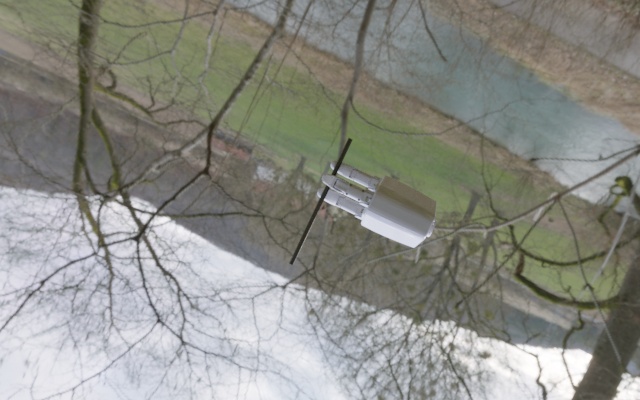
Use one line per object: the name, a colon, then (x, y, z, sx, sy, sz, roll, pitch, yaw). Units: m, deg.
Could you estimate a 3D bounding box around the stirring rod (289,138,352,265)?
stirring rod: (0.000, 0.003, 0.826, 0.011, 0.239, 0.011, 25, 4, -2)
